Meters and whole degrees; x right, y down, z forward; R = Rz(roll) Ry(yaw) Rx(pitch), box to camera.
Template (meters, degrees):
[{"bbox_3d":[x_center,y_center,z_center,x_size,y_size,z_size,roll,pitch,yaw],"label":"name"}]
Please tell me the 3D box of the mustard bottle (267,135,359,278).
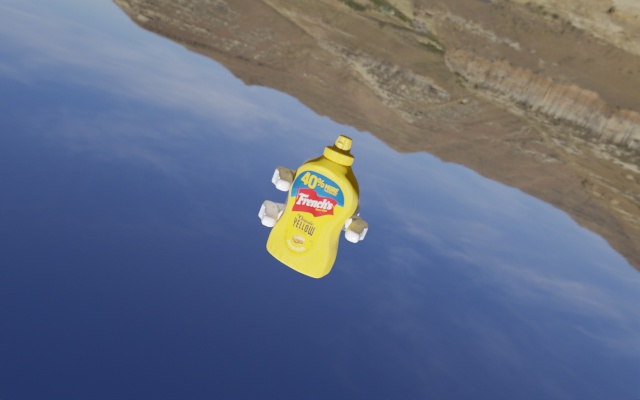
[{"bbox_3d":[0.000,0.002,0.654,0.096,0.192,0.058,28,15,21],"label":"mustard bottle"}]
